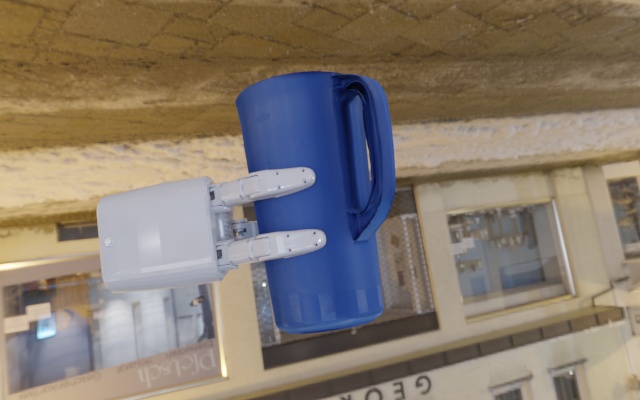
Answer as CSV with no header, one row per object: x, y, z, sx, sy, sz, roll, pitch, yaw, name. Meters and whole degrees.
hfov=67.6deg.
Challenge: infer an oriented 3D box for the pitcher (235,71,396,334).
0.000,0.002,0.478,0.145,0.243,0.149,-8,-8,0,pitcher
